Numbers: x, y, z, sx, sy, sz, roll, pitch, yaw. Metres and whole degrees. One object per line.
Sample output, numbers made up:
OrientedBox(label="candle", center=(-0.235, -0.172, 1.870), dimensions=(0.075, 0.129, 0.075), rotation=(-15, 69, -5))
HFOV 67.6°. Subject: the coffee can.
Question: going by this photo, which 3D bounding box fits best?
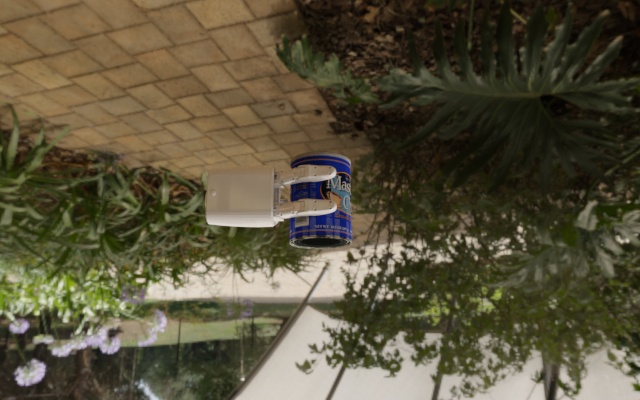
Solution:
OrientedBox(label="coffee can", center=(0.000, 0.002, 0.789), dimensions=(0.103, 0.140, 0.103), rotation=(0, -16, 0))
